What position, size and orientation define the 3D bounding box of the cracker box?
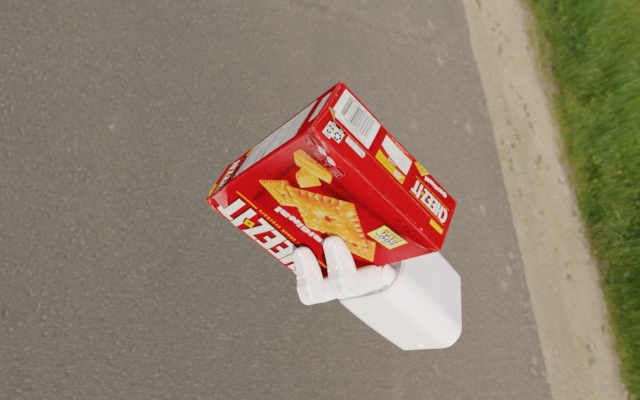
[{"bbox_3d":[0.000,0.001,0.490,0.164,0.072,0.214,43,-37,-18],"label":"cracker box"}]
